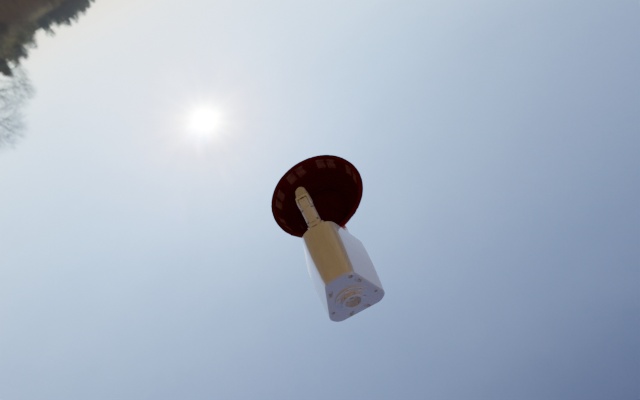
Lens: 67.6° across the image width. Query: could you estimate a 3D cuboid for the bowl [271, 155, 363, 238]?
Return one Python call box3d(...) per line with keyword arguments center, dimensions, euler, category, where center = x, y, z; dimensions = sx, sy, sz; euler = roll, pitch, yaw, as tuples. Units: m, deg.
box3d(center=(0.000, 0.002, 0.814), dimensions=(0.162, 0.162, 0.055), euler=(0, -30, 21), category="bowl")
